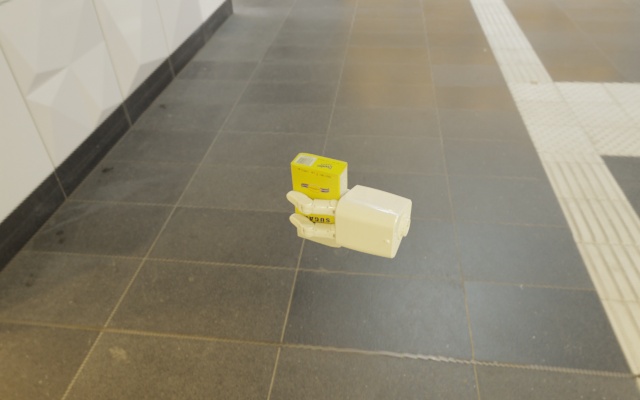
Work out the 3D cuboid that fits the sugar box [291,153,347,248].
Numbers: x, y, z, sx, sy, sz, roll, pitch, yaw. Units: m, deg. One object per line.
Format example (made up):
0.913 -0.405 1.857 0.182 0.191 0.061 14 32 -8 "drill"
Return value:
0.000 0.003 0.870 0.093 0.176 0.048 15 41 21 "sugar box"
